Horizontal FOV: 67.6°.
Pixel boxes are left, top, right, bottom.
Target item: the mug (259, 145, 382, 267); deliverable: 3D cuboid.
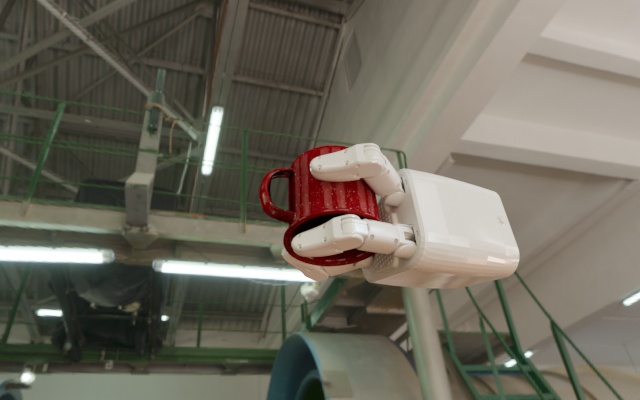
[{"bbox_3d":[-0.001,0.001,0.440,0.117,0.081,0.093,11,-39,-20],"label":"mug"}]
